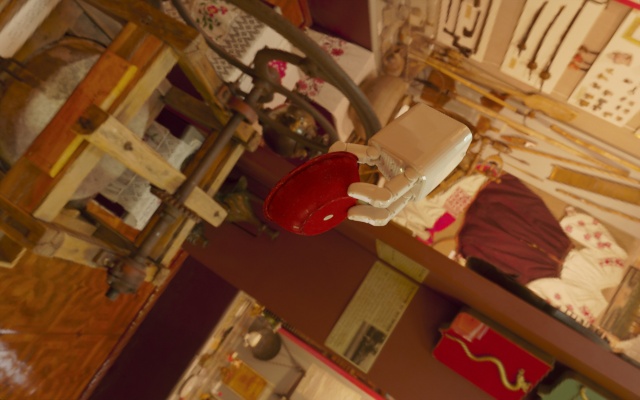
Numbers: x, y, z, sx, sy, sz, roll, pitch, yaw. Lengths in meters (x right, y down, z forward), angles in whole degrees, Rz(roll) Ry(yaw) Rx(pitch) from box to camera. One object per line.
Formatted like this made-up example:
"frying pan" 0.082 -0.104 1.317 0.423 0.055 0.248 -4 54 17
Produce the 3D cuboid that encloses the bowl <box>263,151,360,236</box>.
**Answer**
"bowl" -0.001 0.003 0.691 0.162 0.055 0.162 -26 -24 -13
